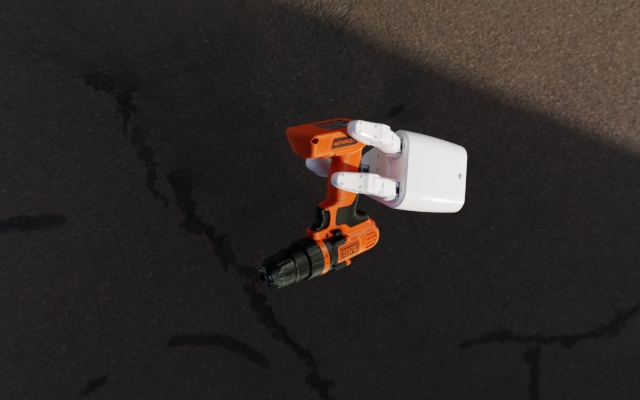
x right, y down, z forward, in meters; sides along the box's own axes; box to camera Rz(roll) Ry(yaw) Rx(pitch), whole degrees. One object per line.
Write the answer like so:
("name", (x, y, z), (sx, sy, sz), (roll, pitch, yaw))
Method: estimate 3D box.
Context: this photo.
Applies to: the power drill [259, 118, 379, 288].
("power drill", (0.000, 0.001, 0.581), (0.184, 0.188, 0.057), (-20, 31, -40))
